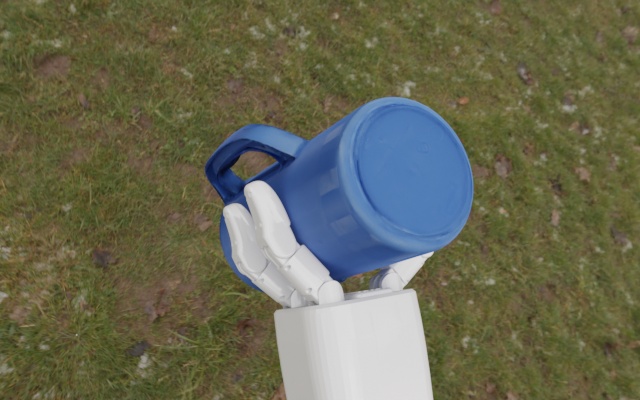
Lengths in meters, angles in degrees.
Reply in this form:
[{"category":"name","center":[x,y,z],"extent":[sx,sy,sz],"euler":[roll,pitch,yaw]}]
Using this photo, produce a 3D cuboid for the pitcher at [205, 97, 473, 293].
[{"category":"pitcher","center":[0.000,0.002,0.408],"extent":[0.149,0.145,0.243],"euler":[-4,-12,-28]}]
